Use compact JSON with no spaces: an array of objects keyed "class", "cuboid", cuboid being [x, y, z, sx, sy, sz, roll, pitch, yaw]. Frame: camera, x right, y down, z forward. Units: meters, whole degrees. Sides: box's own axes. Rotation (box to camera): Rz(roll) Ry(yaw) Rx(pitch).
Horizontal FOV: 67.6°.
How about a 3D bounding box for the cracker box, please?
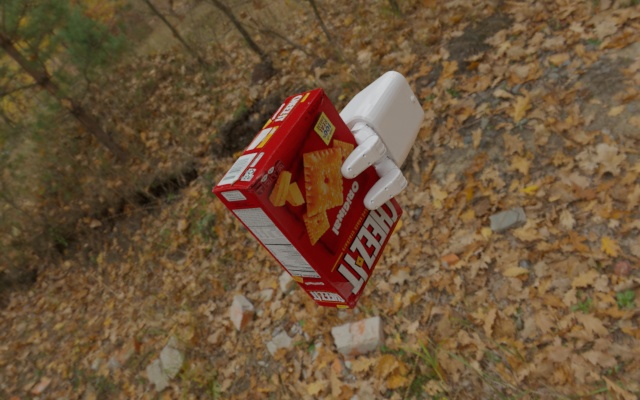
[{"class":"cracker box","cuboid":[0.000,0.002,0.576,0.072,0.164,0.214,-4,-46,46]}]
